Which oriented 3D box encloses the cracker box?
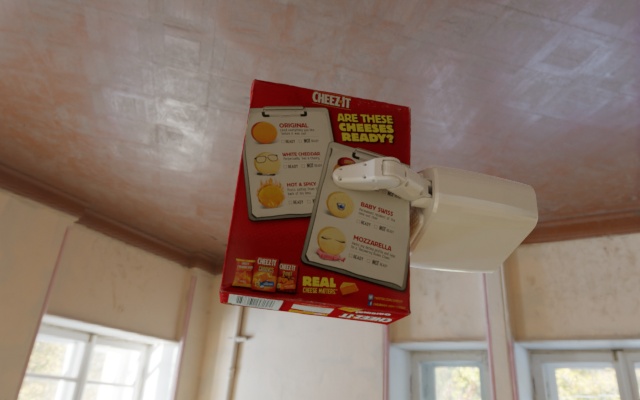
[{"bbox_3d":[0.000,0.002,0.462,0.164,0.213,0.072,9,-25,-9],"label":"cracker box"}]
